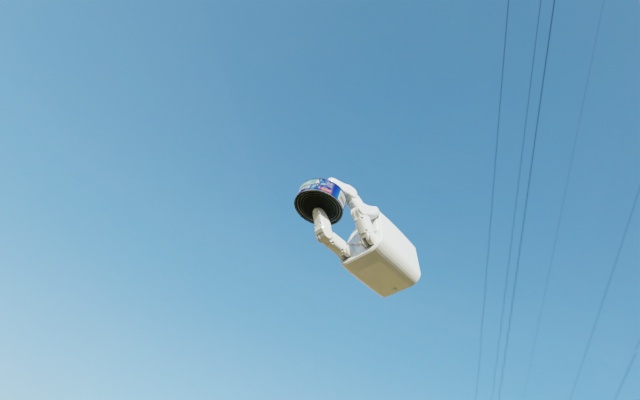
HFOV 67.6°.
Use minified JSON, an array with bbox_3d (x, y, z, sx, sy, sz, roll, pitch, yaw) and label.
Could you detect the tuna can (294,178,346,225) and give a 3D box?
[{"bbox_3d":[0.000,0.002,0.820,0.086,0.086,0.033,0,44,21],"label":"tuna can"}]
